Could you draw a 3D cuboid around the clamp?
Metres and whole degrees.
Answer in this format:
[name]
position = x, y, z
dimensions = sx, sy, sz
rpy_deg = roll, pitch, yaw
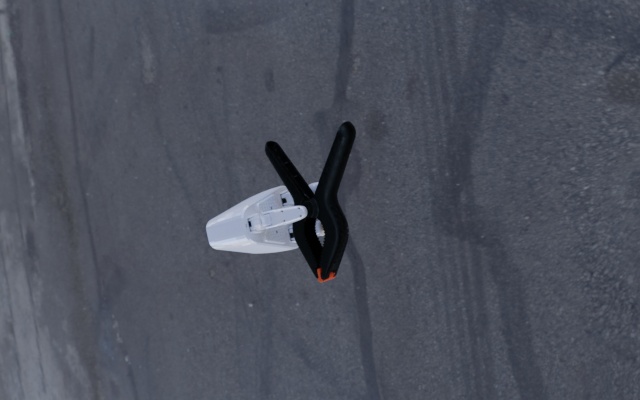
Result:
[clamp]
position = -0.001, 0.003, 0.635
dimensions = 0.036, 0.210, 0.164
rpy_deg = -11, -3, -43
